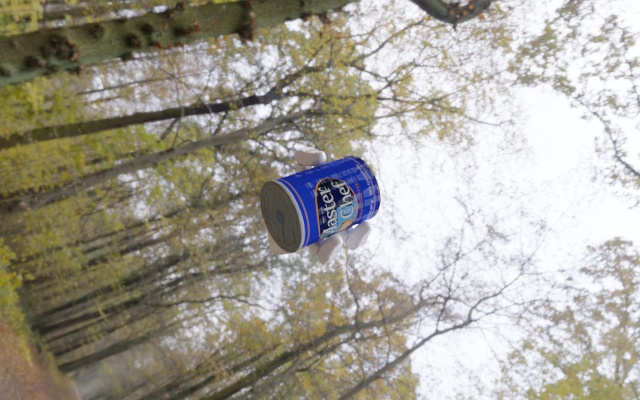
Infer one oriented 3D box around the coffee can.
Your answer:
[{"bbox_3d":[0.000,0.002,0.680,0.140,0.103,0.103,-20,11,-31],"label":"coffee can"}]
